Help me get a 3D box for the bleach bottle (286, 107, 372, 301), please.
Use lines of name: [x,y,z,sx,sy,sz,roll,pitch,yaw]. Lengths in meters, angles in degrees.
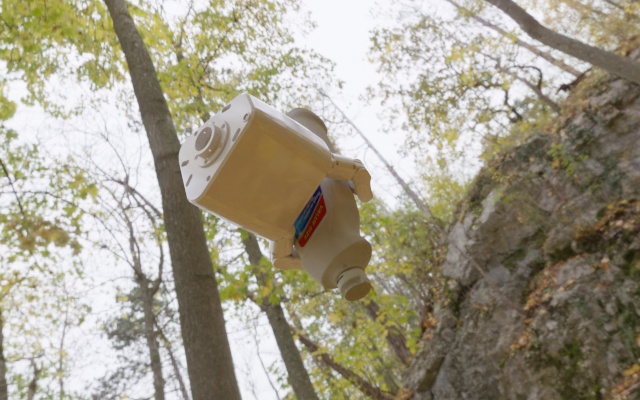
bleach bottle: [0.000,0.002,0.547,0.068,0.102,0.250,28,25,-42]
